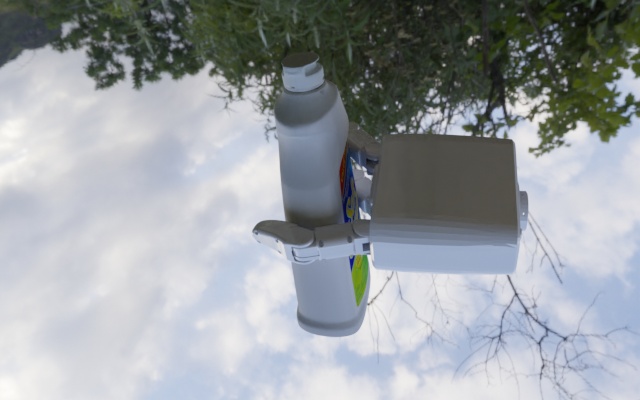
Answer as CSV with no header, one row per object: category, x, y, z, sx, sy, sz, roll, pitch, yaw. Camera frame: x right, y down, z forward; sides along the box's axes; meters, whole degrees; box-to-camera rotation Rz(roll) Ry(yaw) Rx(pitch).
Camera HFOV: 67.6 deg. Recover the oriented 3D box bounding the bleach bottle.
bleach bottle,0.000,0.001,0.416,0.068,0.251,0.102,2,39,15
